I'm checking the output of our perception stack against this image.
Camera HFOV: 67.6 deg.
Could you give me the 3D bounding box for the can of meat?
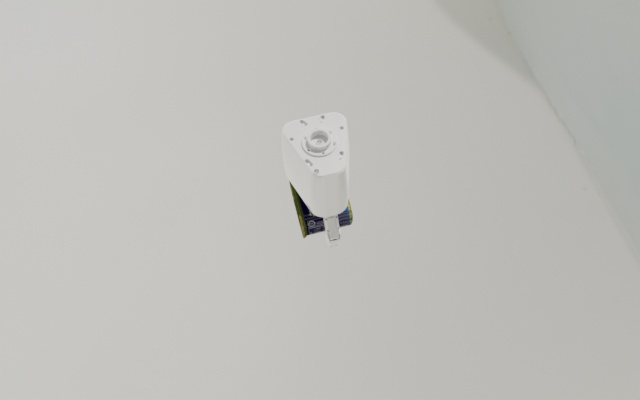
[{"bbox_3d":[0.000,0.003,0.783,0.084,0.102,0.057,-13,-33,-5],"label":"can of meat"}]
